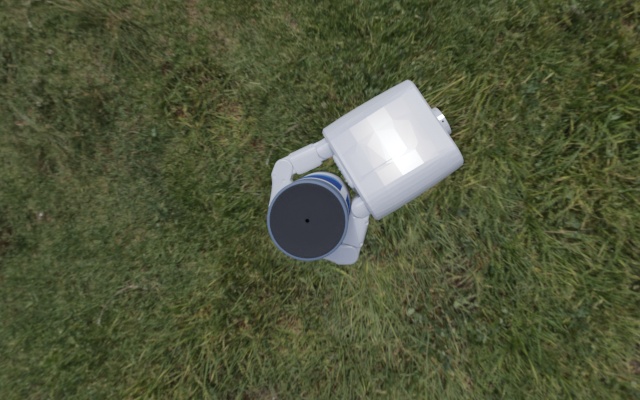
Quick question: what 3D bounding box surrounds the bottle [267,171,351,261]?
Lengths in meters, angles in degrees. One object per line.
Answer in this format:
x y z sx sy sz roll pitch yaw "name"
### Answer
0.000 0.002 0.531 0.069 0.069 0.295 0 6 4 "bottle"
